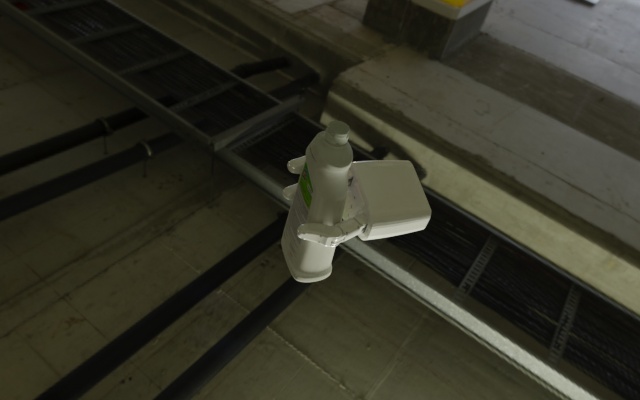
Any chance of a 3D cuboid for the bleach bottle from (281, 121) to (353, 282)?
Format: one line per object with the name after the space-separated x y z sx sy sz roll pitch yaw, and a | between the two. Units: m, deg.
0.000 0.002 0.680 0.068 0.251 0.102 -6 47 -23 | bleach bottle
